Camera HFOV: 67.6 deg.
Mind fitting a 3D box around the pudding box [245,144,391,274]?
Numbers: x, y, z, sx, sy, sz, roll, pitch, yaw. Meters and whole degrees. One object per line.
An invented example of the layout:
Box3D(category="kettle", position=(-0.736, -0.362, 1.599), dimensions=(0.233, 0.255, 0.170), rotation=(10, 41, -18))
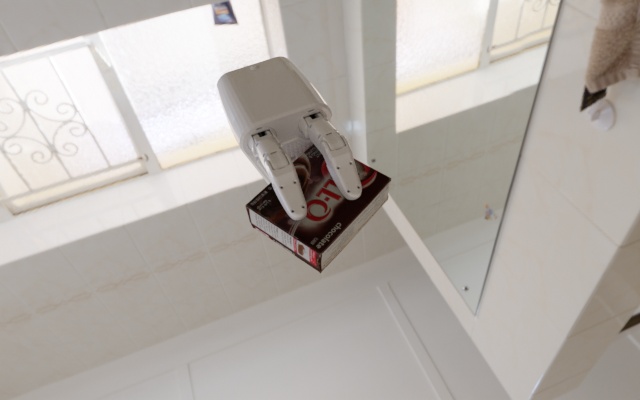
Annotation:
Box3D(category="pudding box", position=(0.000, 0.002, 0.458), dimensions=(0.090, 0.113, 0.039), rotation=(30, -30, 25))
